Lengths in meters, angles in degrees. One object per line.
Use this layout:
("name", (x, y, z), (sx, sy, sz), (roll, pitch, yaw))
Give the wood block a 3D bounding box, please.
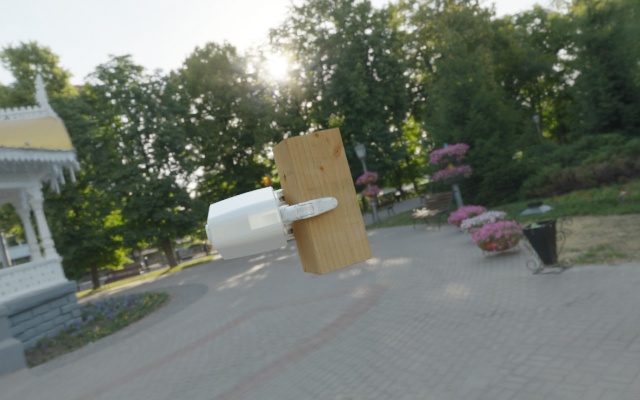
("wood block", (0.000, 0.002, 0.748), (0.090, 0.206, 0.091), (-15, 0, -19))
